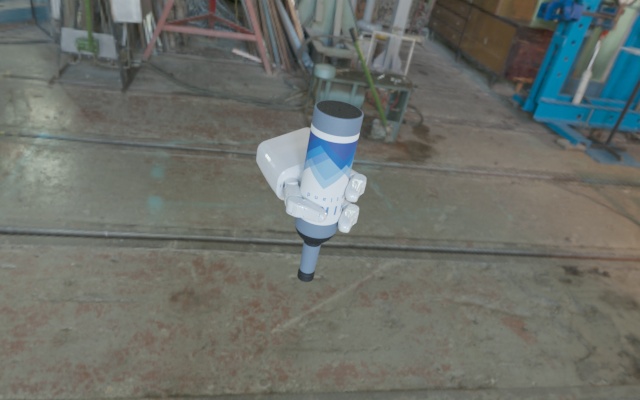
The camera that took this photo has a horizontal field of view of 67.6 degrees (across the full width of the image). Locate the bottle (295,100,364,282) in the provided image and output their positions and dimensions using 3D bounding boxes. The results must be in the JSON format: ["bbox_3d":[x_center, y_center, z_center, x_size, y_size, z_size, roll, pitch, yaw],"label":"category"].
[{"bbox_3d":[0.000,0.002,0.710,0.069,0.296,0.069,8,32,-5],"label":"bottle"}]
